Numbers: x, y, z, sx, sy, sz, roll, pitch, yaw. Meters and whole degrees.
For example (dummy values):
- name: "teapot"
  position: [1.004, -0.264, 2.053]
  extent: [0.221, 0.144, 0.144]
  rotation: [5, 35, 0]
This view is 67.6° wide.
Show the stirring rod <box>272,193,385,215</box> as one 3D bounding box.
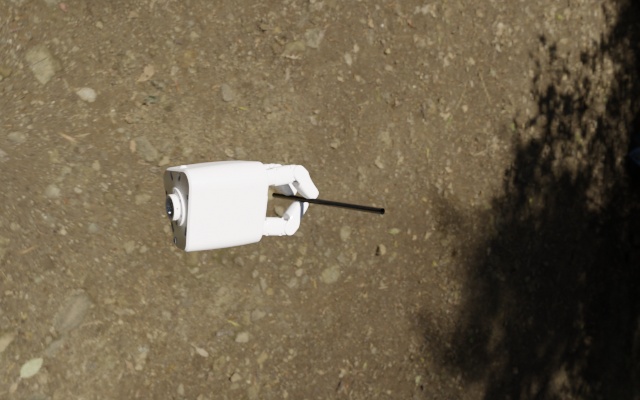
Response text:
- name: "stirring rod"
  position: [0.000, 0.002, 0.658]
  extent: [0.011, 0.011, 0.239]
  rotation: [0, 5, -38]
